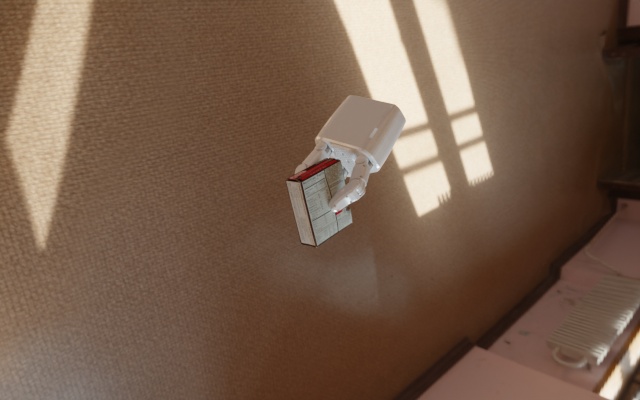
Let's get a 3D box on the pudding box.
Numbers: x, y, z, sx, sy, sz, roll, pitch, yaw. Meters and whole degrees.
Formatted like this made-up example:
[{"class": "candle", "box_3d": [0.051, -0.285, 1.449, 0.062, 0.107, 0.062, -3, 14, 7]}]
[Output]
[{"class": "pudding box", "box_3d": [0.000, 0.002, 0.728, 0.039, 0.113, 0.090, 9, 30, 46]}]
